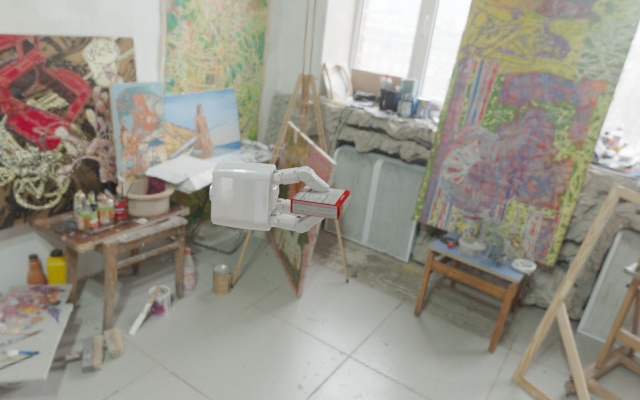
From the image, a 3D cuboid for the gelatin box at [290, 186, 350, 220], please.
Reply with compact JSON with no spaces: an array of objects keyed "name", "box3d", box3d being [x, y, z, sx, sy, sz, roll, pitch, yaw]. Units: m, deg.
[{"name":"gelatin box","box3d":[0.000,0.002,0.839,0.089,0.030,0.073,7,23,17]}]
